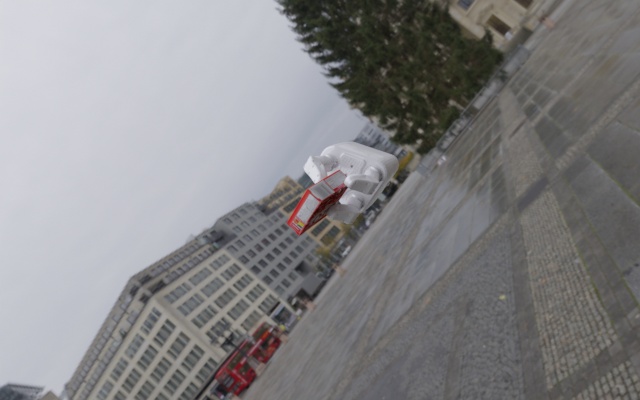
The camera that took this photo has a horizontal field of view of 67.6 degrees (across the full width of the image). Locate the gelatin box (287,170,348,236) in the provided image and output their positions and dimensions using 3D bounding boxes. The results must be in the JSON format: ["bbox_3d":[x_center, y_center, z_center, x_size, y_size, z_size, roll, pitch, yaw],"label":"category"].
[{"bbox_3d":[0.000,0.002,0.679,0.030,0.073,0.089,42,37,11],"label":"gelatin box"}]
